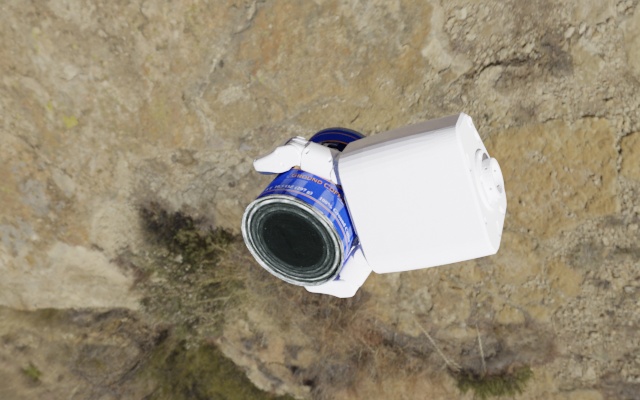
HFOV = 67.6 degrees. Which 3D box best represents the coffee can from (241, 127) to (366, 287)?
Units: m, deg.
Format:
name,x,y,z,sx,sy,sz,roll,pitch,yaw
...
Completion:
name,x,y,z,sx,sy,sz,roll,pitch,yaw
coffee can,0.000,0.001,0.482,0.103,0.103,0.140,0,32,27
